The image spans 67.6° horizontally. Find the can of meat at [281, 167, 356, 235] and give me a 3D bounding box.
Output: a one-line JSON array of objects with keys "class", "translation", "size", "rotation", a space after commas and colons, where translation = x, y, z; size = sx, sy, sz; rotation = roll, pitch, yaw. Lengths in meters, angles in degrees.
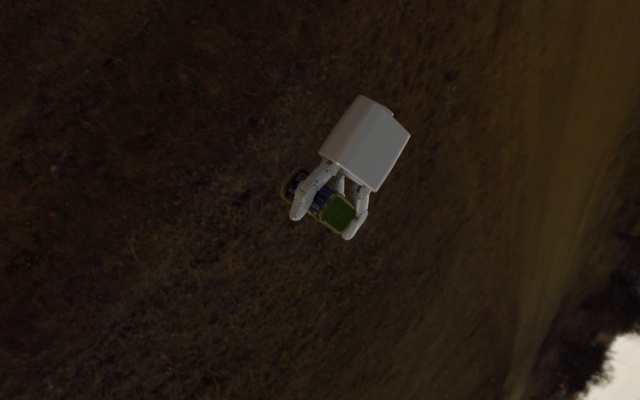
[{"class": "can of meat", "translation": [0.000, 0.003, 0.743], "size": [0.084, 0.057, 0.102], "rotation": [34, -3, 31]}]
